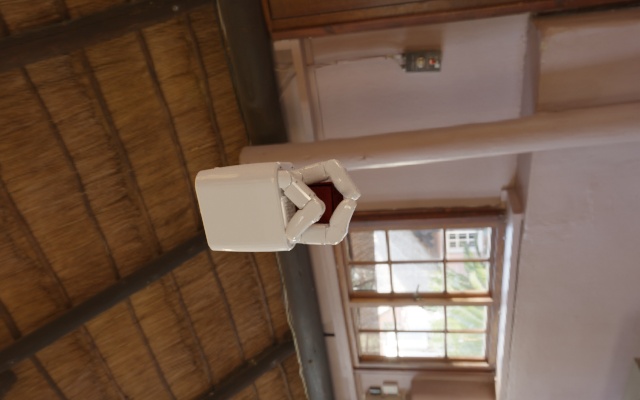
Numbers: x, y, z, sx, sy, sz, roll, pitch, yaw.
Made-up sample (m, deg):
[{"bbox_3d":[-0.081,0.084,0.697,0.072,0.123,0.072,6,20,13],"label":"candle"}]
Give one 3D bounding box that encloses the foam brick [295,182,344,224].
[{"bbox_3d":[0.000,0.002,0.640,0.051,0.053,0.078,-4,3,12],"label":"foam brick"}]
